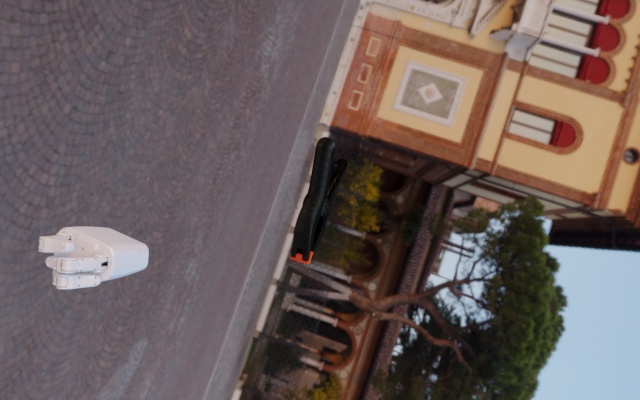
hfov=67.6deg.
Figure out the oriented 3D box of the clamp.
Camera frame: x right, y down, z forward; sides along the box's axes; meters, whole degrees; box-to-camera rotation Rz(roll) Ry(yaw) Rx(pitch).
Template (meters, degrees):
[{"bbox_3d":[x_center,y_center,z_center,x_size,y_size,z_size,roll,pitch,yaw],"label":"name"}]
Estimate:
[{"bbox_3d":[0.001,0.003,0.669,0.039,0.171,0.120,19,4,21],"label":"clamp"}]
